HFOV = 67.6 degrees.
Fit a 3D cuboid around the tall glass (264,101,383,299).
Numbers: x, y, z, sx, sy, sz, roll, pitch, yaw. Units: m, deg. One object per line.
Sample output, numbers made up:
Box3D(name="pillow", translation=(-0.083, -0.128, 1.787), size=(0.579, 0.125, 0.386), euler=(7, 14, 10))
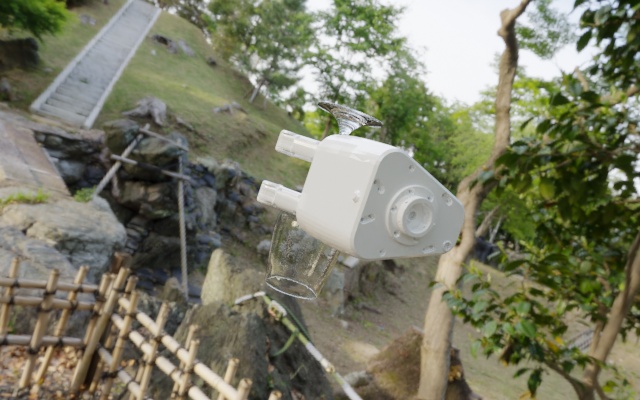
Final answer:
Box3D(name="tall glass", translation=(0.000, 0.001, 0.516), size=(0.079, 0.201, 0.079), euler=(19, 3, -1))
